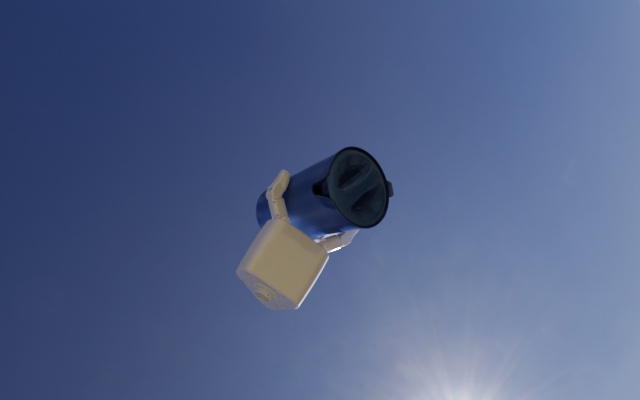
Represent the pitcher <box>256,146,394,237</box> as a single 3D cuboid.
[{"bbox_3d":[0.000,0.003,0.845,0.149,0.145,0.243,45,-36,-21],"label":"pitcher"}]
